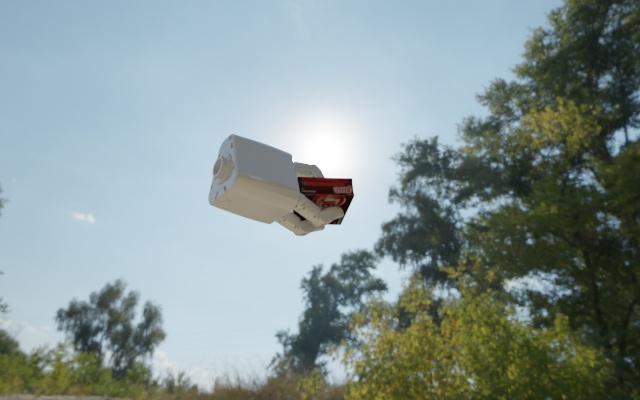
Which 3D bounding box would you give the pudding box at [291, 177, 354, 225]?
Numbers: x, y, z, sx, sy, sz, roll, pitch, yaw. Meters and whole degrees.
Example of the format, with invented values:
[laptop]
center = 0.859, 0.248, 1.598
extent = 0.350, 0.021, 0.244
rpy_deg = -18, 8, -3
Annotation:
[pudding box]
center = 0.000, 0.002, 0.789
extent = 0.090, 0.039, 0.113
rpy_deg = 2, -25, -9
